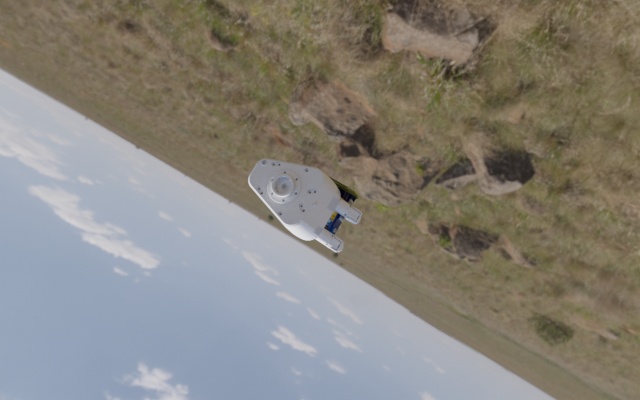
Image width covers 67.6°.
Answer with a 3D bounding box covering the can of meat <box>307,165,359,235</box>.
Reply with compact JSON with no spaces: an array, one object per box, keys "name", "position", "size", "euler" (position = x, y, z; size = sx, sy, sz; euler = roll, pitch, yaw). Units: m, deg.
[{"name":"can of meat","position":[0.000,0.003,0.810],"size":[0.102,0.084,0.057],"euler":[30,-5,14]}]
